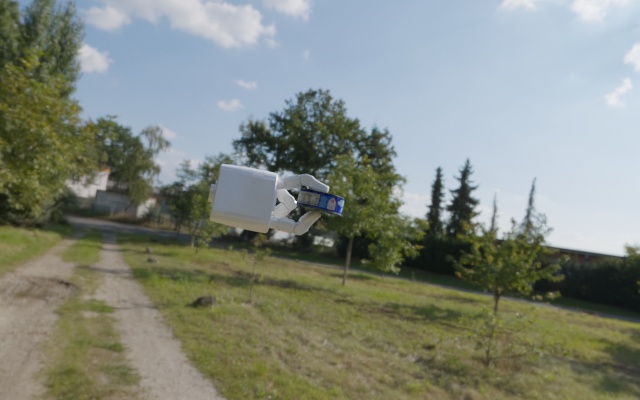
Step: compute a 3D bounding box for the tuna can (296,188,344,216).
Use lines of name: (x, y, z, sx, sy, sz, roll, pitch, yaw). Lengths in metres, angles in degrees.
tuna can: (0.000, 0.002, 0.880, 0.086, 0.034, 0.086, 14, -3, 1)
